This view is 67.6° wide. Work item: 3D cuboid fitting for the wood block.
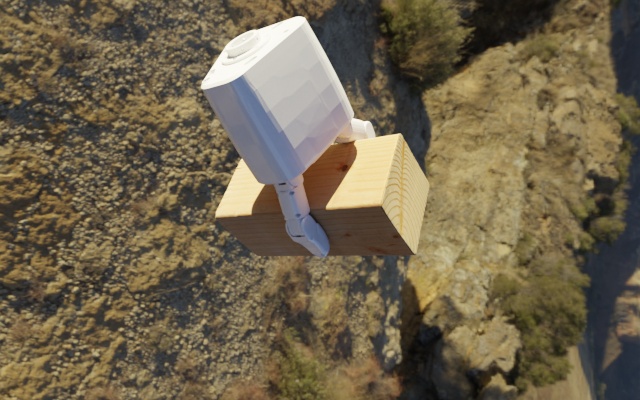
[{"bbox_3d":[0.000,0.002,0.523,0.206,0.090,0.090,-5,-38,34],"label":"wood block"}]
